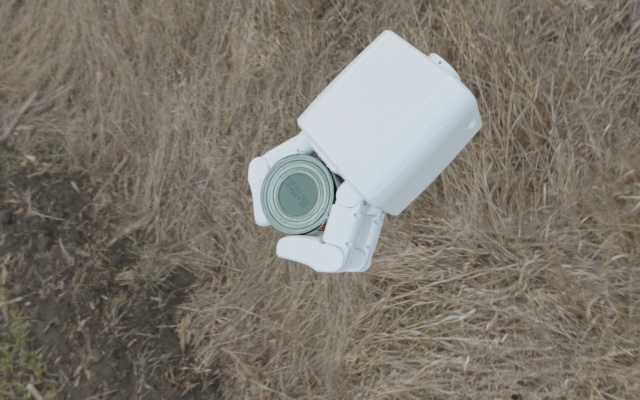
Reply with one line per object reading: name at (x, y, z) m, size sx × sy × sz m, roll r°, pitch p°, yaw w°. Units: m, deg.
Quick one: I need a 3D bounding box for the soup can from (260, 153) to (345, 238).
soup can at (0.000, 0.002, 0.422) m, size 0.068 × 0.068 × 0.102 m, roll 0°, pitch -7°, yaw 22°
